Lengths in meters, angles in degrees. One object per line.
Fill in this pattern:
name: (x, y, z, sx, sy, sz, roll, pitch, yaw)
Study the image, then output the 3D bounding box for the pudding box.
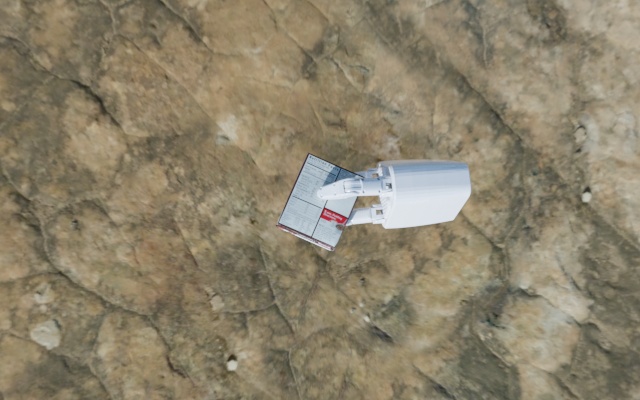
pudding box: (0.000, 0.002, 0.665, 0.090, 0.113, 0.039, 24, -11, -1)
